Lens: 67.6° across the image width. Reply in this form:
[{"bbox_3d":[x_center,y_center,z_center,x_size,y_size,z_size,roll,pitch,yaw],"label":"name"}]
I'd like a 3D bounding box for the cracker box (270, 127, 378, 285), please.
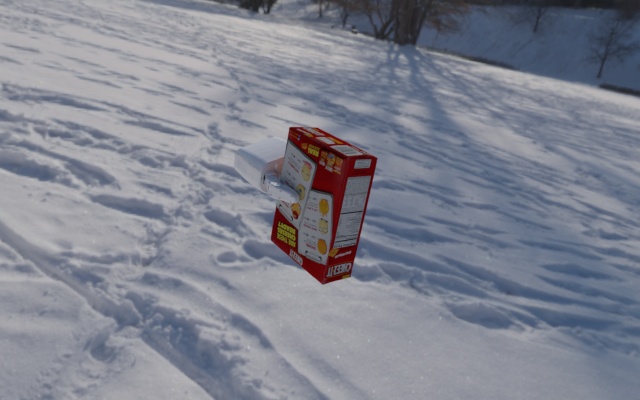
[{"bbox_3d":[0.000,0.002,0.789,0.072,0.214,0.164,-6,26,-37],"label":"cracker box"}]
